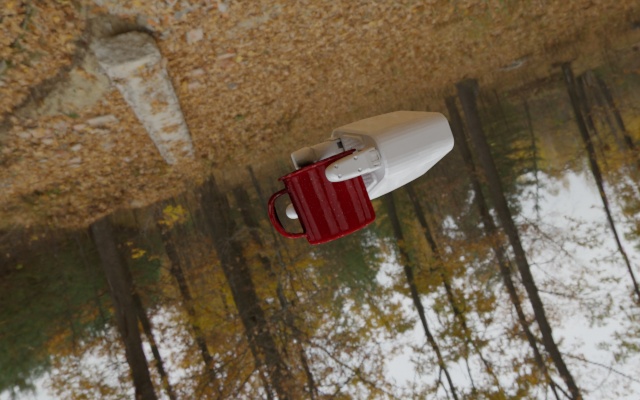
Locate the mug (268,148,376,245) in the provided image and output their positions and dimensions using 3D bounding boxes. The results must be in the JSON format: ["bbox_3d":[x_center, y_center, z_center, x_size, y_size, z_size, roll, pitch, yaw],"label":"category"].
[{"bbox_3d":[-0.001,0.002,0.521,0.117,0.081,0.093,-22,2,-21],"label":"mug"}]
